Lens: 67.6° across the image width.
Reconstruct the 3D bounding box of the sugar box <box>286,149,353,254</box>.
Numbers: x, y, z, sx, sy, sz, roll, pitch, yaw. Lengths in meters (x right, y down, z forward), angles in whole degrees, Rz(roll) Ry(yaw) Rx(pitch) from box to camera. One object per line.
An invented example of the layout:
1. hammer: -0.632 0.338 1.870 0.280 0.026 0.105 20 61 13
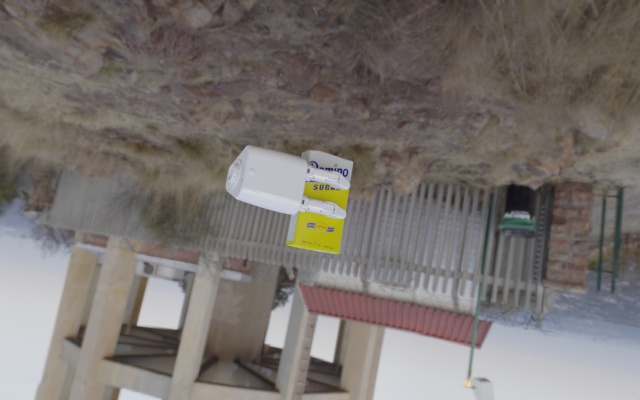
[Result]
1. sugar box: 0.000 0.003 0.868 0.093 0.176 0.048 14 -10 -24
